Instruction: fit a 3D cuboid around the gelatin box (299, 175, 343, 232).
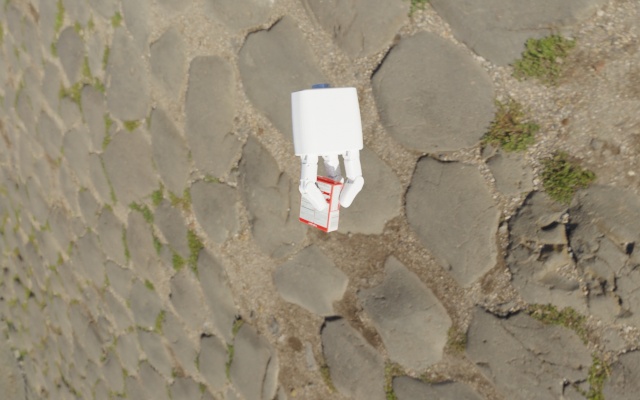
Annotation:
[{"bbox_3d":[0.000,0.003,0.846,0.073,0.089,0.030,19,19,40],"label":"gelatin box"}]
